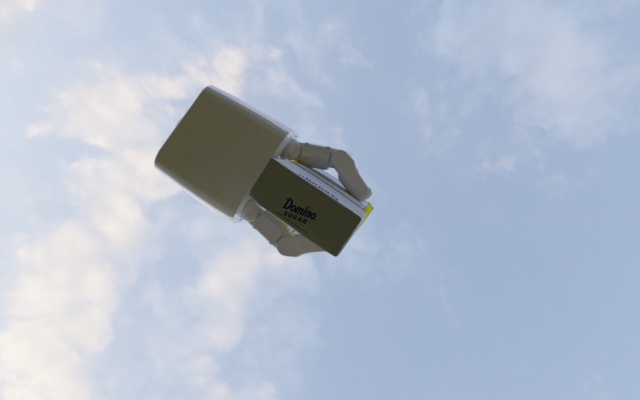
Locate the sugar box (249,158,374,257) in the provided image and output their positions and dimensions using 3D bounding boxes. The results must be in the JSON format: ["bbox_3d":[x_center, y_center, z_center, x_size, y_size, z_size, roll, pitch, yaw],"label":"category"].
[{"bbox_3d":[0.000,0.002,0.471,0.093,0.048,0.176,34,10,7],"label":"sugar box"}]
